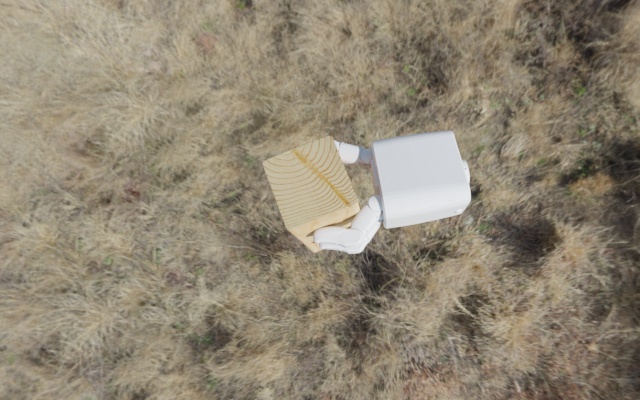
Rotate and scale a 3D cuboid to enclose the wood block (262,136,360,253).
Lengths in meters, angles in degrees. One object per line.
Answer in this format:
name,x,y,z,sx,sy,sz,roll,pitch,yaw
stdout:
wood block,0.000,0.002,0.645,0.090,0.090,0.206,-21,-16,2
